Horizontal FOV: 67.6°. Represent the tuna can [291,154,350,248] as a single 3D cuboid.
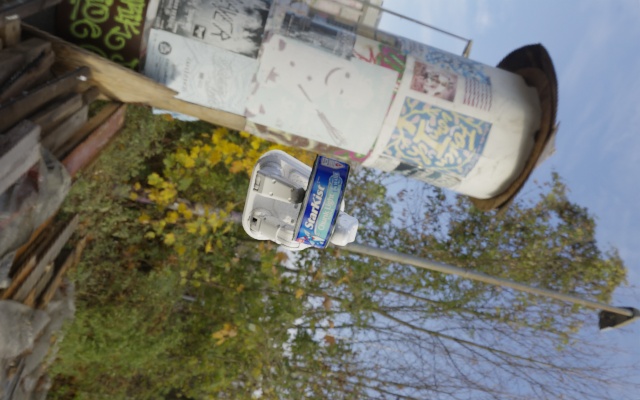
[{"bbox_3d":[0.001,0.002,0.453,0.034,0.086,0.086,16,-1,-3],"label":"tuna can"}]
